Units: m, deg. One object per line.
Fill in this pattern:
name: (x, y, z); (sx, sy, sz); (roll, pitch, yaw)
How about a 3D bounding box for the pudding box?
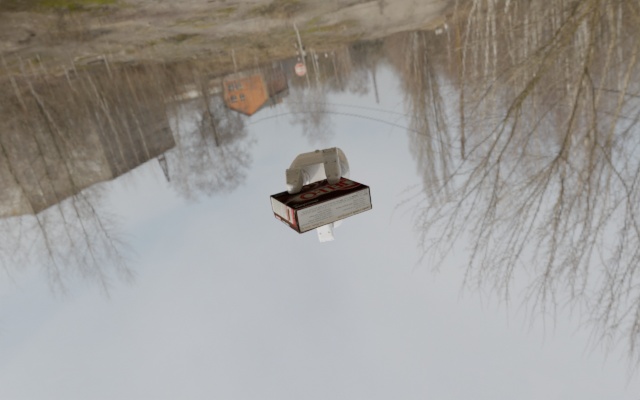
pudding box: (0.000, 0.002, 0.649); (0.113, 0.039, 0.090); (-20, 19, -21)
